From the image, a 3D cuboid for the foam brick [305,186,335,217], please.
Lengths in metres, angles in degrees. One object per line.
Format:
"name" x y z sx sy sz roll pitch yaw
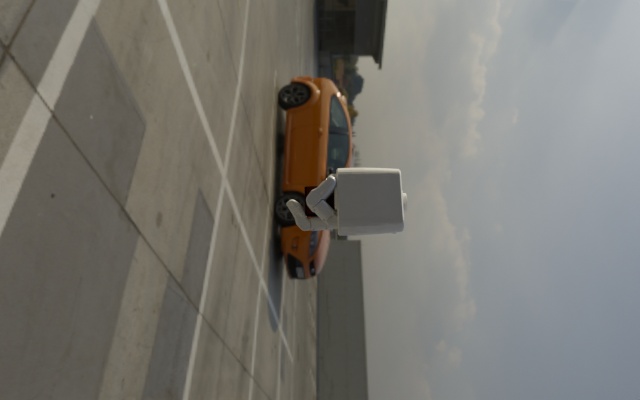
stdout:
"foam brick" 0.000 0.003 0.848 0.051 0.053 0.078 -2 -2 2
